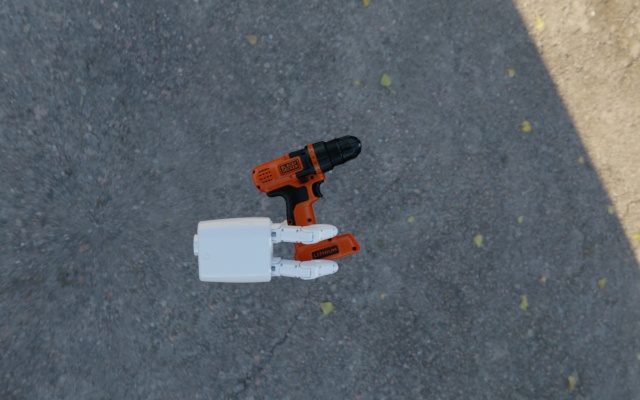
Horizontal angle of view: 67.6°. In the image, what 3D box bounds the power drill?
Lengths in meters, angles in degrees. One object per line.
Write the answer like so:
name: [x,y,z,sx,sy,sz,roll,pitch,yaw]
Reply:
power drill: [0.000,0.003,0.766,0.184,0.187,0.057,-19,-5,7]
